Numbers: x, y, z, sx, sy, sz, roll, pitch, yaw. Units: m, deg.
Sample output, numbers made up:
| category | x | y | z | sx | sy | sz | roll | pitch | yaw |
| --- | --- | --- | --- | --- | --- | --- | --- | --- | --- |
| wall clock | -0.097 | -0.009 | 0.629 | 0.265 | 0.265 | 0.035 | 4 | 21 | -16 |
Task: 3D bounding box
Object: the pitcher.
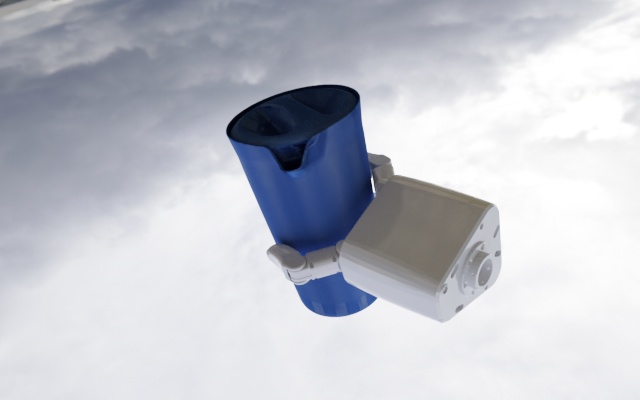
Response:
| category | x | y | z | sx | sy | sz | roll | pitch | yaw |
| --- | --- | --- | --- | --- | --- | --- | --- | --- | --- |
| pitcher | 0.000 | 0.002 | 0.528 | 0.145 | 0.243 | 0.149 | 19 | 45 | 42 |
